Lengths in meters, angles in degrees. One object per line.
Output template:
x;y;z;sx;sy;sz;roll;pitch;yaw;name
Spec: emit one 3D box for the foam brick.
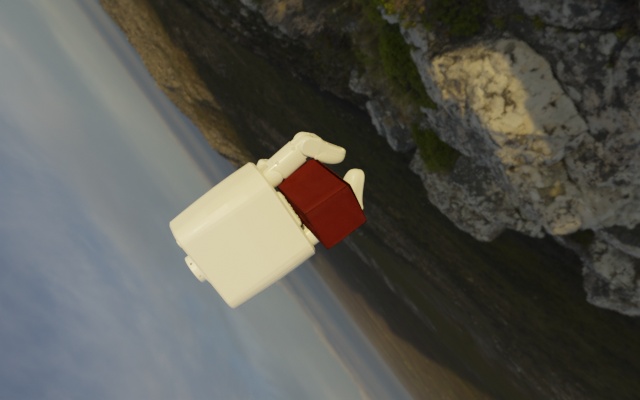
0.000;0.002;0.482;0.051;0.053;0.078;-36;36;-9;foam brick
